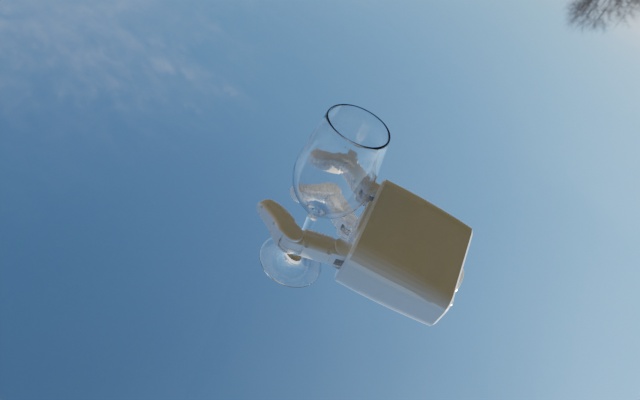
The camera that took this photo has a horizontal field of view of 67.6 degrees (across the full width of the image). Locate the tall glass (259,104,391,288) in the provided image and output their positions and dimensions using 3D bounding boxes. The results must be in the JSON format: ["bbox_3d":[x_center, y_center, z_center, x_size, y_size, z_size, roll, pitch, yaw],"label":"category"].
[{"bbox_3d":[0.000,0.002,0.483,0.079,0.079,0.201,0,-43,-27],"label":"tall glass"}]
